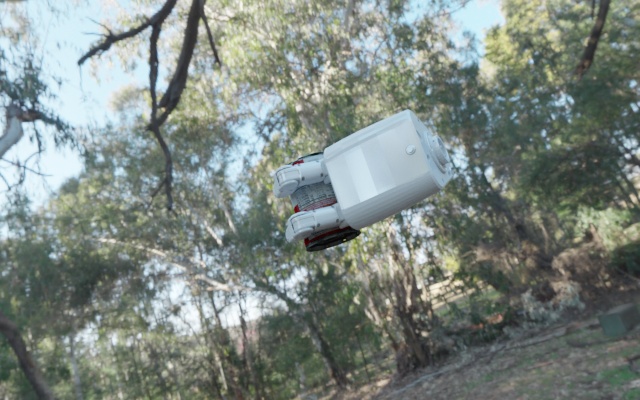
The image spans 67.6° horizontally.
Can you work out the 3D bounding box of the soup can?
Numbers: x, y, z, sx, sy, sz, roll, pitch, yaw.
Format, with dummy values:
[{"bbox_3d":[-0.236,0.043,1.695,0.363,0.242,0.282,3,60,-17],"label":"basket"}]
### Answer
[{"bbox_3d":[0.000,0.002,0.569,0.068,0.102,0.068,-17,-14,-5],"label":"soup can"}]
